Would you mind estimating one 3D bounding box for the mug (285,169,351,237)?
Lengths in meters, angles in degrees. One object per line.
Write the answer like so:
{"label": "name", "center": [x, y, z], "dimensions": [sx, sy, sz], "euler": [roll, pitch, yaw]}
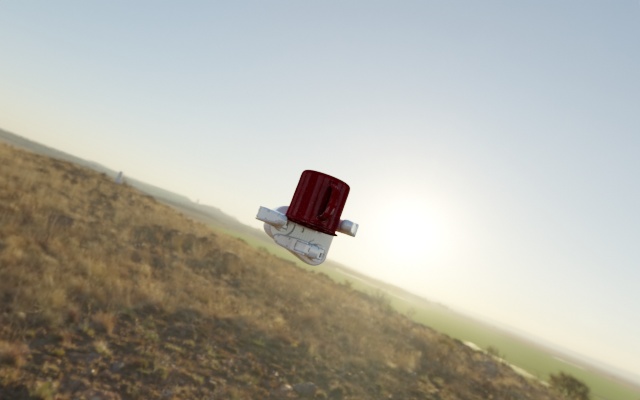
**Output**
{"label": "mug", "center": [0.001, 0.002, 0.730], "dimensions": [0.093, 0.081, 0.117], "euler": [22, -7, -14]}
